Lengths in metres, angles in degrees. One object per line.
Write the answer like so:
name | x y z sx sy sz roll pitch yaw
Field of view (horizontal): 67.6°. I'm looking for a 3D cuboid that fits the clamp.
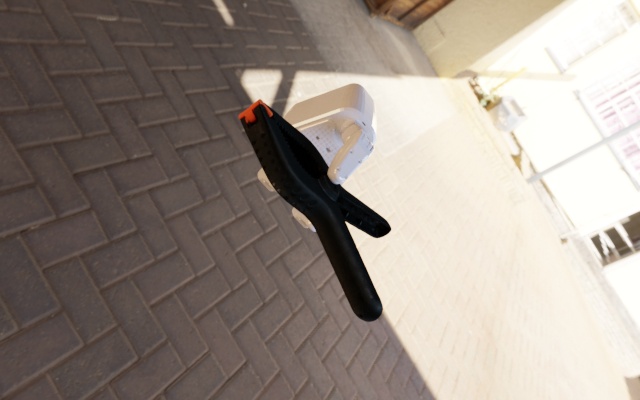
clamp | 0.000 0.001 0.440 0.036 0.210 0.164 -34 21 22
